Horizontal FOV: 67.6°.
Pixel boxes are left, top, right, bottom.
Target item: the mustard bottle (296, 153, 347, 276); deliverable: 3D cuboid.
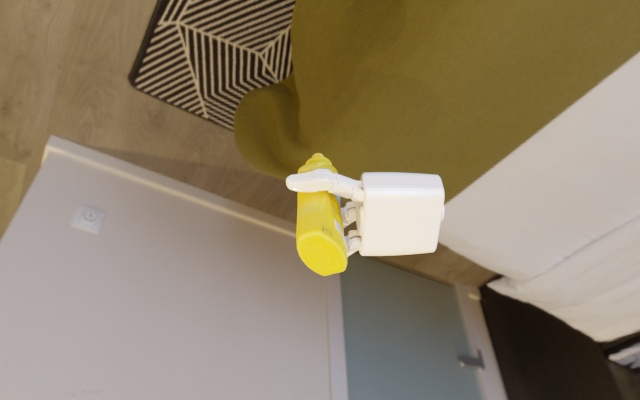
[{"bbox_3d":[0.000,0.002,0.671,0.058,0.191,0.096,-17,-45,16],"label":"mustard bottle"}]
